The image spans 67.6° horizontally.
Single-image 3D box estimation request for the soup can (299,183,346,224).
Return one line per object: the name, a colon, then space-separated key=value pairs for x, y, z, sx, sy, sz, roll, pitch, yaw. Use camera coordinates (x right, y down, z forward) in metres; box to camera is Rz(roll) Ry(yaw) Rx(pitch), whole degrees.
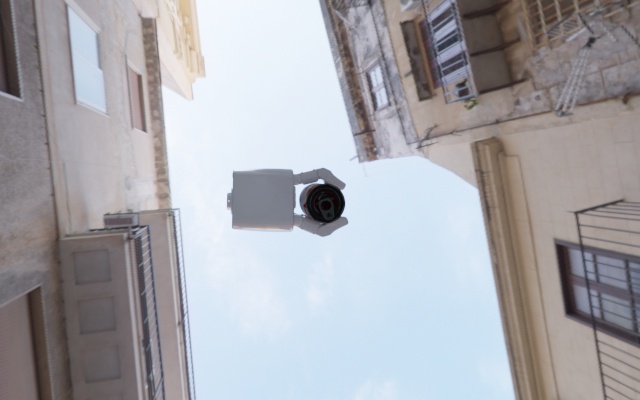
soup can: x=0.001 y=0.003 z=0.847 sx=0.068 sy=0.068 sz=0.102 roll=0 pitch=3 yaw=-10
